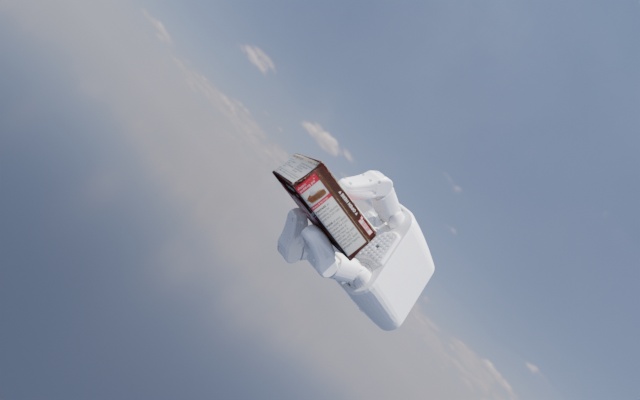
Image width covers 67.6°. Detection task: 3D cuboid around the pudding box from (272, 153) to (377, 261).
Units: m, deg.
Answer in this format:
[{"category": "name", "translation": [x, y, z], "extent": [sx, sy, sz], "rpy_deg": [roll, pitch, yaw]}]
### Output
[{"category": "pudding box", "translation": [0.000, 0.001, 0.466], "extent": [0.039, 0.090, 0.113], "rpy_deg": [-41, 16, -7]}]
